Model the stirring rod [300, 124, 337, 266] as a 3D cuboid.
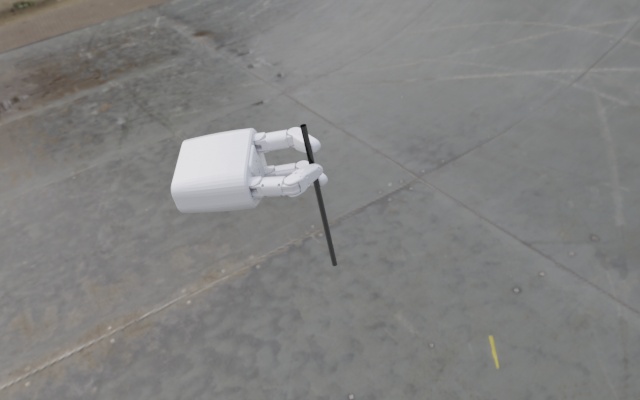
[{"bbox_3d":[0.000,0.002,0.669,0.011,0.240,0.011,-9,35,6],"label":"stirring rod"}]
